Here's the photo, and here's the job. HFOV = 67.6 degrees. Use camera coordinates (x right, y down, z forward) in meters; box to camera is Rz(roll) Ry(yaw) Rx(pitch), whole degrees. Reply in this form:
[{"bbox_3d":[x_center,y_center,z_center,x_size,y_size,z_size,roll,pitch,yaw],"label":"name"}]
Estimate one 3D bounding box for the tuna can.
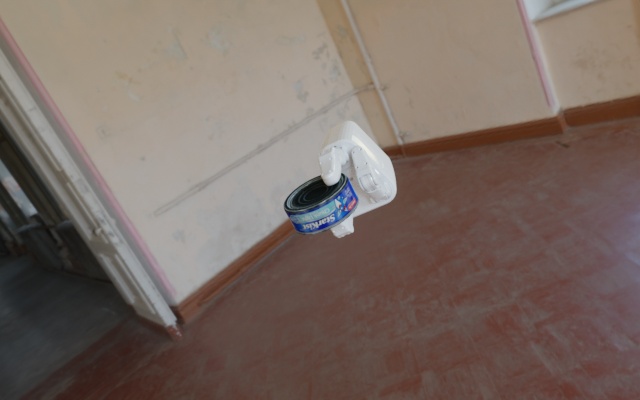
[{"bbox_3d":[0.000,0.001,0.567,0.086,0.034,0.086,-23,24,11],"label":"tuna can"}]
